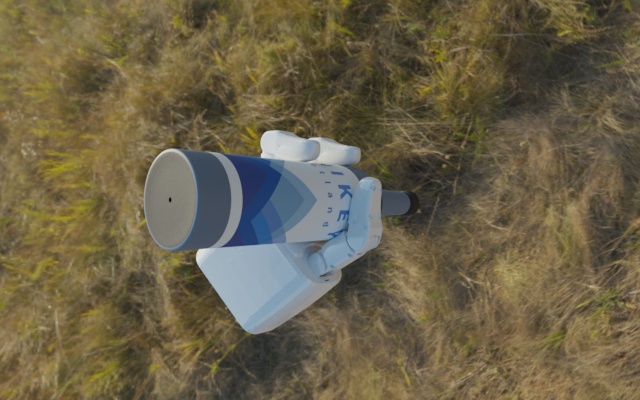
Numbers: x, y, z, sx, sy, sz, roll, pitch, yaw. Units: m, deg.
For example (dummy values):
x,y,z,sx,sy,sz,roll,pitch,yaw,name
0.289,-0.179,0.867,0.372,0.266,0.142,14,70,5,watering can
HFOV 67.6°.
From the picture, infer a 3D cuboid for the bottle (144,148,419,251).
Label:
x,y,z,sx,sy,sz,roll,pitch,yaw,name
0.000,0.001,0.417,0.069,0.069,0.296,0,-1,42,bottle
